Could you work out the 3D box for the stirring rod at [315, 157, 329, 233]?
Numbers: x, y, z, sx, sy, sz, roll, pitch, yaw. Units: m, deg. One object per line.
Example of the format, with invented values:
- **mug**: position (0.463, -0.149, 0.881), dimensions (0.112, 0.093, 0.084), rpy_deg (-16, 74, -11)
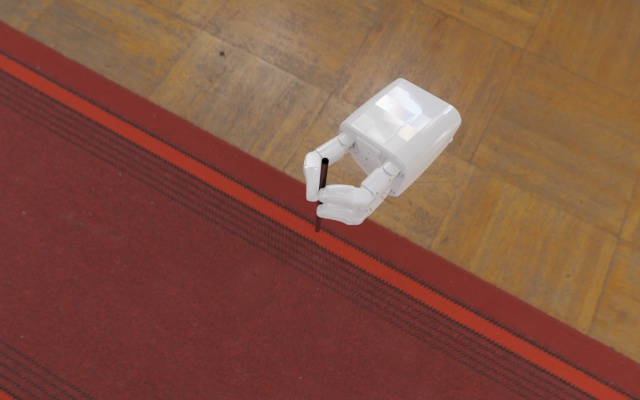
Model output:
- **stirring rod**: position (0.000, 0.002, 0.593), dimensions (0.011, 0.011, 0.240), rpy_deg (0, -20, -2)
